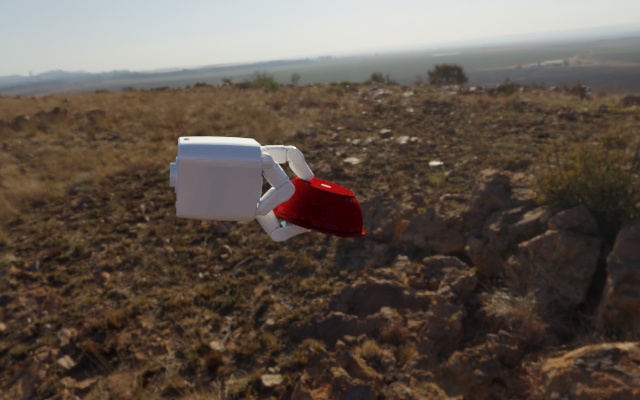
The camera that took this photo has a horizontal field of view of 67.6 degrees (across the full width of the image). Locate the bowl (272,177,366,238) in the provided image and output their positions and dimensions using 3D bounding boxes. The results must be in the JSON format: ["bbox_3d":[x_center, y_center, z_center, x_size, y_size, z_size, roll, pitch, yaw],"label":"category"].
[{"bbox_3d":[0.001,0.002,0.731,0.162,0.055,0.162,16,11,-3],"label":"bowl"}]
